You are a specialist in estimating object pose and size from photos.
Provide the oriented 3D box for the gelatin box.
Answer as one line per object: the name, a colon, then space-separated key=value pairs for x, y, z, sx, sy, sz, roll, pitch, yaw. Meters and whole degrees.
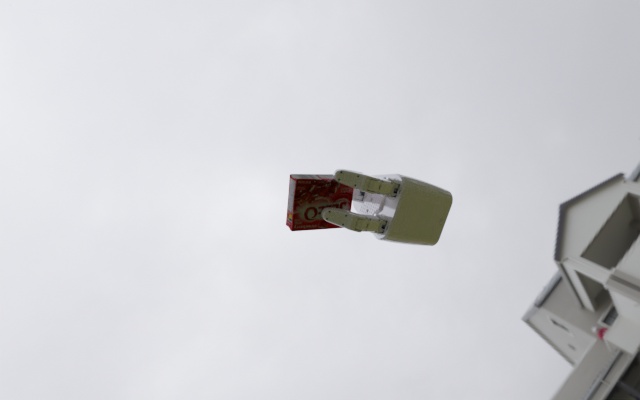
gelatin box: x=0.000 y=0.002 z=0.651 sx=0.089 sy=0.073 sz=0.030 roll=-1 pitch=18 yaw=-24
